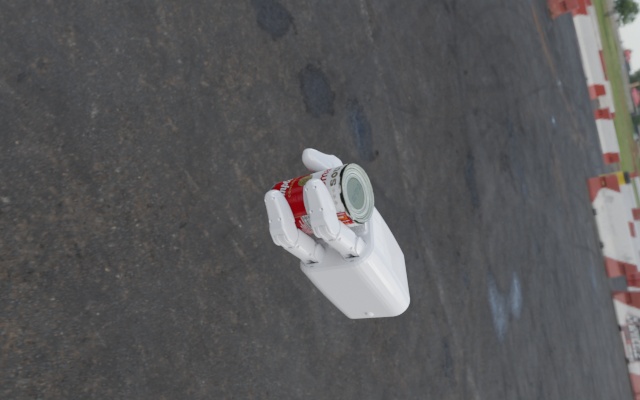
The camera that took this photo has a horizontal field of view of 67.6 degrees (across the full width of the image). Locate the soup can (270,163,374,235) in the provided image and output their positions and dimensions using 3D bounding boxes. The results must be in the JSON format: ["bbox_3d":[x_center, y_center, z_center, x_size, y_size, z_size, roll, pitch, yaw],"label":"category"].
[{"bbox_3d":[0.000,0.001,0.536,0.102,0.068,0.068,-13,-8,34],"label":"soup can"}]
